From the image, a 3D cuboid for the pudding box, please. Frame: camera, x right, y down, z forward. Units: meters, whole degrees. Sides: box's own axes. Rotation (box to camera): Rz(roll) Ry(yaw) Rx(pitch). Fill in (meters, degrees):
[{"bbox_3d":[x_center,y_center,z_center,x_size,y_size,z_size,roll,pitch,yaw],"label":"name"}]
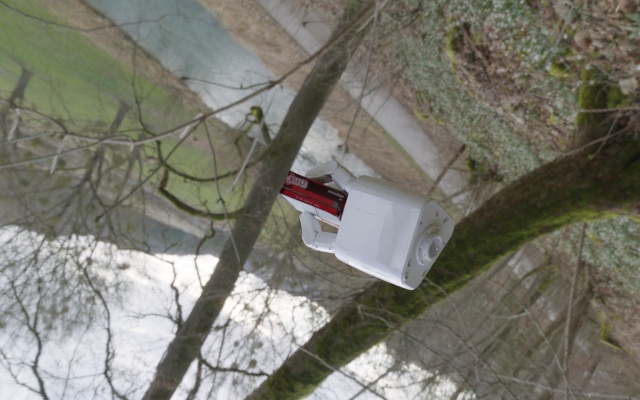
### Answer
[{"bbox_3d":[0.000,0.002,0.668,0.090,0.039,0.113,23,-9,14],"label":"pudding box"}]
